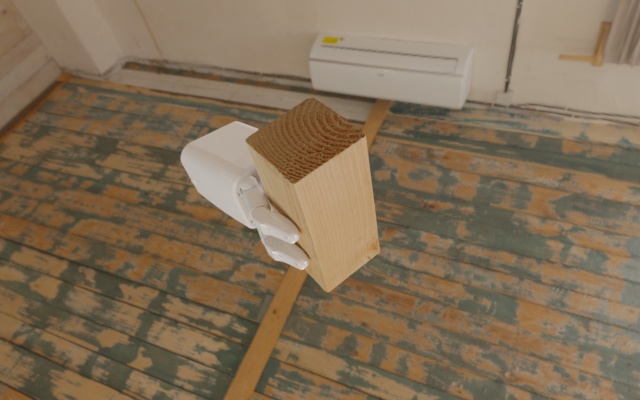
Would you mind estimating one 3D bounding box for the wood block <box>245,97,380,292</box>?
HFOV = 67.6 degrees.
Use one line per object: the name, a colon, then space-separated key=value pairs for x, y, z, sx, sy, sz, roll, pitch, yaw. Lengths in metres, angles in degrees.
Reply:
wood block: x=0.000 y=0.001 z=0.545 sx=0.091 sy=0.206 sz=0.090 roll=-36 pitch=54 yaw=-17
